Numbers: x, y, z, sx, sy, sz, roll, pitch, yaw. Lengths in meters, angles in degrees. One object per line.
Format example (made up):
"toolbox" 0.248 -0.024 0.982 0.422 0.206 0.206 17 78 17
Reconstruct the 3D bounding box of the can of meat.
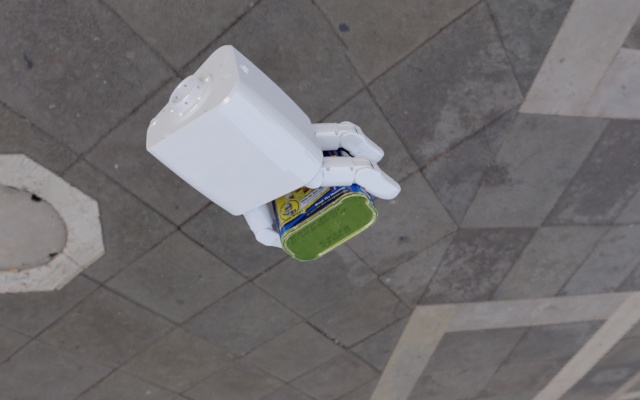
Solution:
"can of meat" 0.000 0.002 0.482 0.102 0.084 0.057 -33 -49 14
